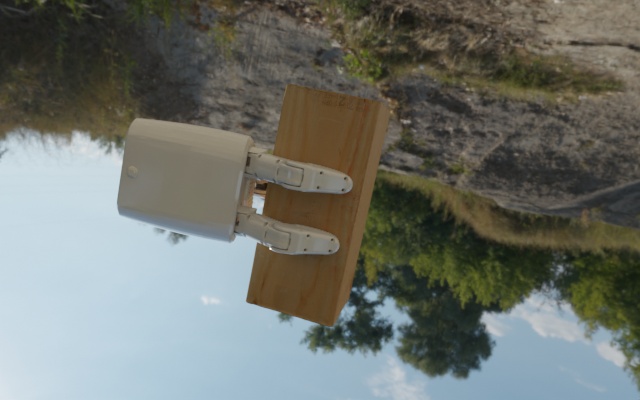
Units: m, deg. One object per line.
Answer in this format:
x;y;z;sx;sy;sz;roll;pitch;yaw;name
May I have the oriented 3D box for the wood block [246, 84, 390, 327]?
0.000;0.002;0.470;0.090;0.206;0.091;13;9;11;wood block
